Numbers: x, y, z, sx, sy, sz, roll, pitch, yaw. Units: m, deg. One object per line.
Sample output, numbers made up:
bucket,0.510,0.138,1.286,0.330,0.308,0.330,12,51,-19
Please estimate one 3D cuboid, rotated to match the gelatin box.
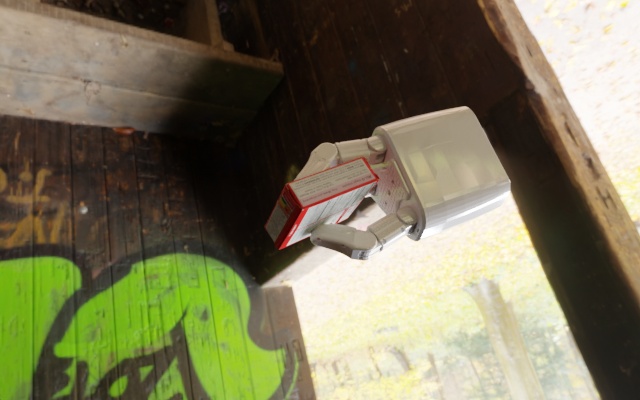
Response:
gelatin box,0.000,0.002,0.430,0.089,0.030,0.073,-23,-20,-33
